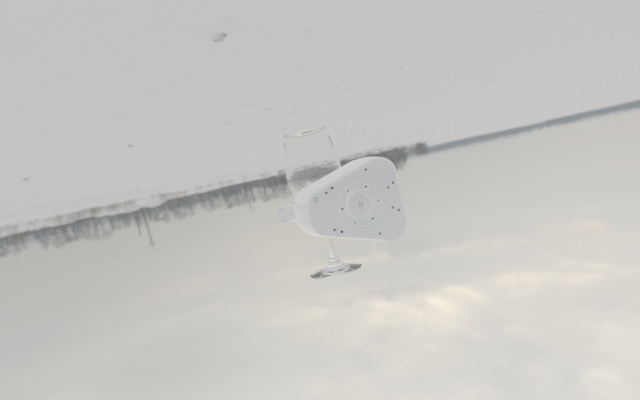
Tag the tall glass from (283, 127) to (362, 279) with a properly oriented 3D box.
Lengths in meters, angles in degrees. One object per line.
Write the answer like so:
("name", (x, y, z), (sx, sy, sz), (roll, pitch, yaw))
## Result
("tall glass", (0.000, 0.003, 0.666), (0.079, 0.201, 0.079), (-13, 2, 1))
